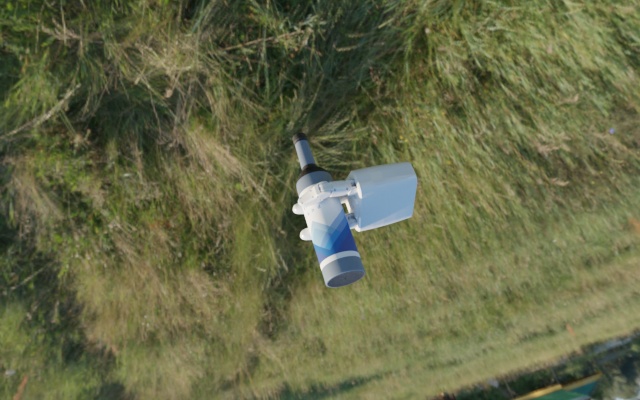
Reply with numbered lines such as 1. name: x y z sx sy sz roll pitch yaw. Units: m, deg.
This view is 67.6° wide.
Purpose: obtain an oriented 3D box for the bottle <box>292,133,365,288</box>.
1. bottle: 0.000 0.003 0.834 0.069 0.295 0.069 -14 -29 -8
